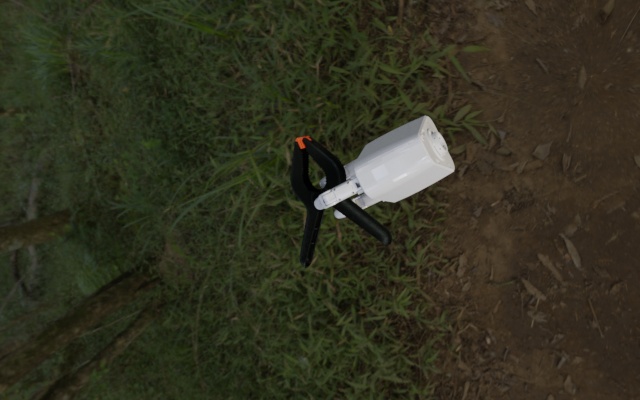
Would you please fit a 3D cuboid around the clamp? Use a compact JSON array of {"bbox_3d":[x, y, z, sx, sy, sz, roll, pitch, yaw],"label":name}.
[{"bbox_3d":[0.000,0.002,0.758,0.164,0.210,0.036,-27,-1,27],"label":"clamp"}]
